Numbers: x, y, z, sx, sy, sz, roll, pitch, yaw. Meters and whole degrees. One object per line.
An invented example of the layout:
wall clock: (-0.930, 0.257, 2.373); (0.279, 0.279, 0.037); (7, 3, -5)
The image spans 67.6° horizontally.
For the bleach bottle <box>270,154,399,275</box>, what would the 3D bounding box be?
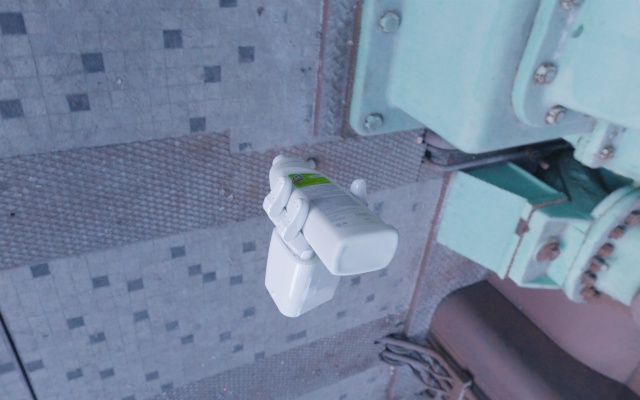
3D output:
bleach bottle: (0.000, 0.002, 0.684); (0.102, 0.068, 0.250); (-5, 34, -29)
